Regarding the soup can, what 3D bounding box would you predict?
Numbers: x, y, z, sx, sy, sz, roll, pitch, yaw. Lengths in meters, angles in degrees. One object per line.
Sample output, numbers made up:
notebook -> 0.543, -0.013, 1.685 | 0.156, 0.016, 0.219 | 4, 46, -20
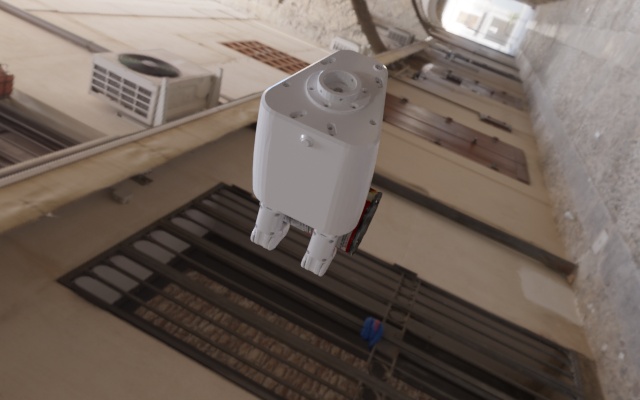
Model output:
soup can -> 0.000, 0.002, 0.468 | 0.102, 0.068, 0.068 | 26, 5, 10
